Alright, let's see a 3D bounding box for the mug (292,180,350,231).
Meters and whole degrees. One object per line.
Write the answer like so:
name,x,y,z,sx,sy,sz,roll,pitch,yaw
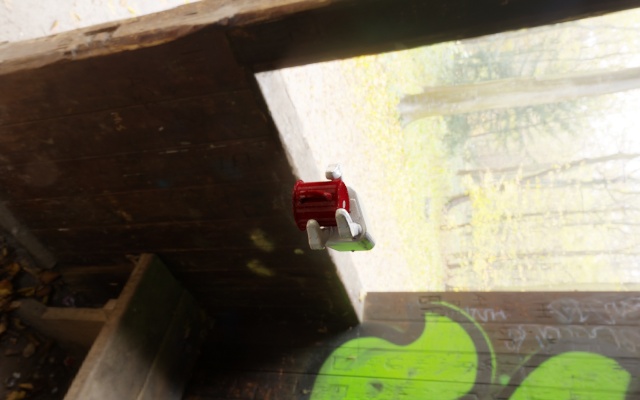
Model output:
mug,0.000,0.002,0.834,0.081,0.093,0.117,-3,-18,17
